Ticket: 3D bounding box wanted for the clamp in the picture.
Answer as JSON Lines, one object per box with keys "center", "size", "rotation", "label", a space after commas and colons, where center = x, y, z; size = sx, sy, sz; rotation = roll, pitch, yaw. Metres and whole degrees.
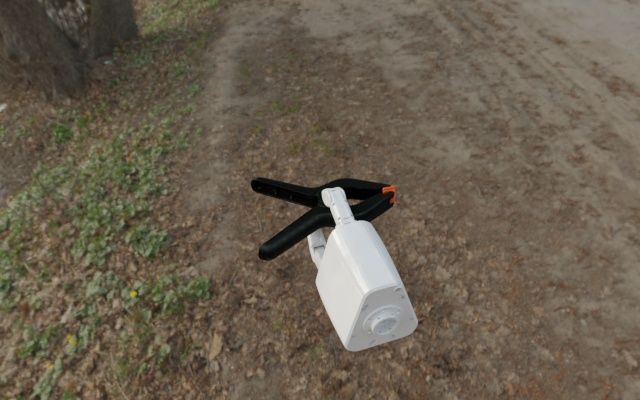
{"center": [0.001, 0.002, 0.679], "size": [0.210, 0.036, 0.164], "rotation": [-13, 41, -11], "label": "clamp"}
